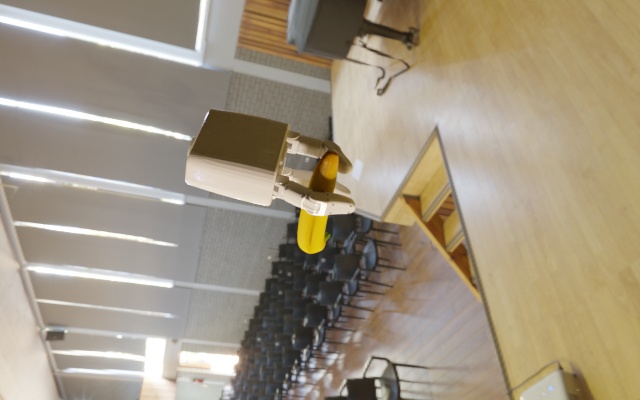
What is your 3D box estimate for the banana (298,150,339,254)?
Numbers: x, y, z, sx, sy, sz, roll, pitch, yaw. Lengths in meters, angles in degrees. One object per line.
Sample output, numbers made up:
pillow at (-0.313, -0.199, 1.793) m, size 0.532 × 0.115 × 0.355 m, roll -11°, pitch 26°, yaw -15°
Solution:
banana at (-0.006, 0.018, 0.629) m, size 0.037 × 0.069 × 0.198 m, roll 16°, pitch -34°, yaw 7°
